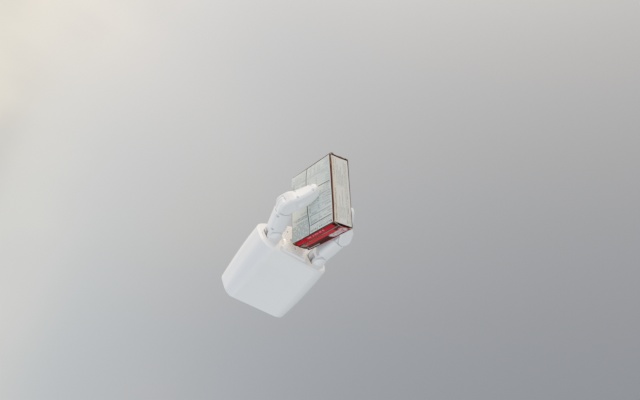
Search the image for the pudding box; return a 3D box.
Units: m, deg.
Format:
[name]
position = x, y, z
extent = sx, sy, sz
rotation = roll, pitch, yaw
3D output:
[pudding box]
position = 0.000, 0.002, 0.668
extent = 0.039, 0.113, 0.090
rotation = 20, -35, -37
